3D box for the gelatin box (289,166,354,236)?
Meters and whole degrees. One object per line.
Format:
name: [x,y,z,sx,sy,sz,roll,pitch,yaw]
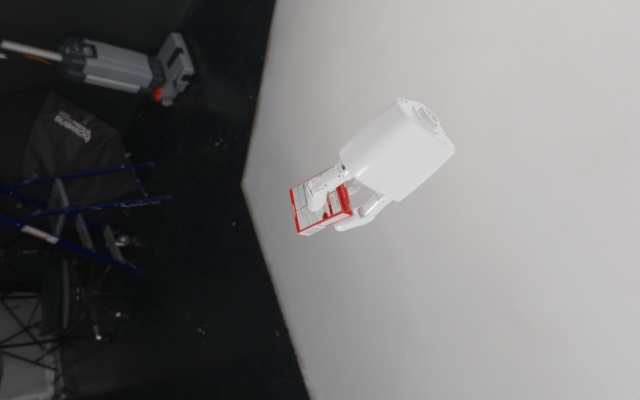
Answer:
gelatin box: [0.000,0.002,0.701,0.089,0.073,0.030,-27,-26,30]
